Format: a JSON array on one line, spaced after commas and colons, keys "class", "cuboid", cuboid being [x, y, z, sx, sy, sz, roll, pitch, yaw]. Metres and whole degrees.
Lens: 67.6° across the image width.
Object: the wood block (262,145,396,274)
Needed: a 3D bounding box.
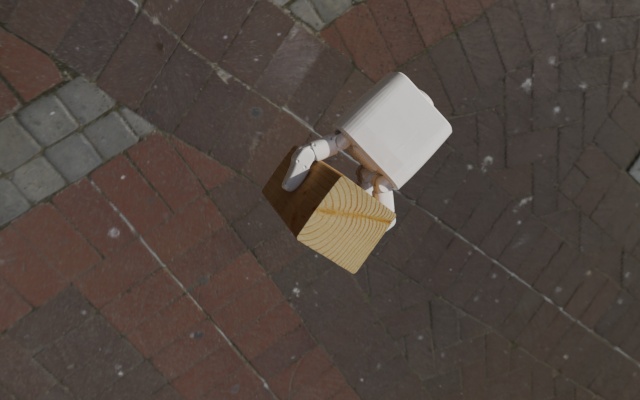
[{"class": "wood block", "cuboid": [0.000, 0.002, 0.635, 0.091, 0.090, 0.206, 35, 3, -23]}]
